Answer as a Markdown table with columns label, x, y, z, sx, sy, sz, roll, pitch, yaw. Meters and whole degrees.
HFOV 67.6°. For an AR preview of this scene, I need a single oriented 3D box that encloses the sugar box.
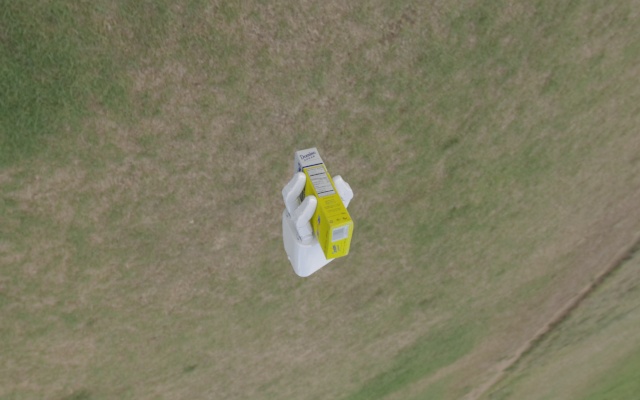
| label | x | y | z | sx | sy | sz | roll | pitch | yaw |
| --- | --- | --- | --- | --- | --- | --- | --- | --- | --- |
| sugar box | 0.000 | 0.003 | 0.813 | 0.048 | 0.176 | 0.093 | -15 | -38 | -17 |
